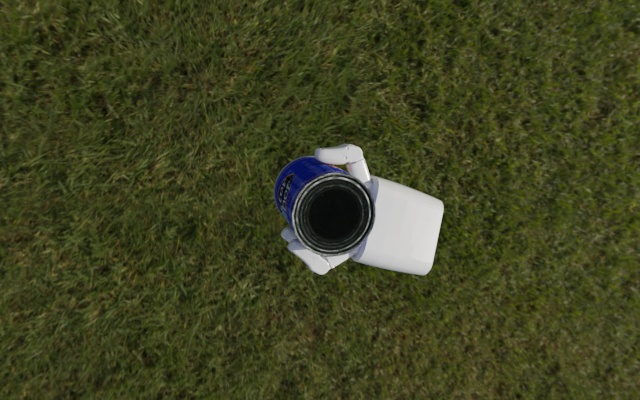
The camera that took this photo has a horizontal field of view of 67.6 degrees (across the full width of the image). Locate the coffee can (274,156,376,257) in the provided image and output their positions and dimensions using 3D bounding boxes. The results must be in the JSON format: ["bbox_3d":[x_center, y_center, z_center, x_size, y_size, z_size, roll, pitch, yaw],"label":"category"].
[{"bbox_3d":[0.000,0.002,0.621,0.103,0.103,0.140,0,13,-14],"label":"coffee can"}]
